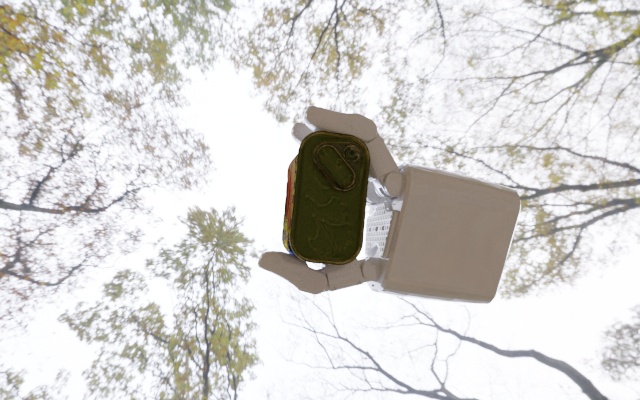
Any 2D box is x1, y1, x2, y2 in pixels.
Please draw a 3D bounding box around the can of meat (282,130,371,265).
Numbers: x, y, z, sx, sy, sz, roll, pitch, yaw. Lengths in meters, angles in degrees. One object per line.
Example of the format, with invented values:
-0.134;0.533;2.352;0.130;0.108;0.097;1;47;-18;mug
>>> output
0.000;0.001;0.403;0.057;0.102;0.084;6;-6;-11;can of meat
